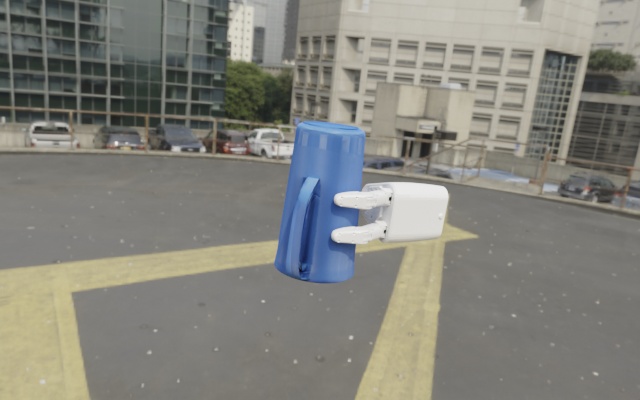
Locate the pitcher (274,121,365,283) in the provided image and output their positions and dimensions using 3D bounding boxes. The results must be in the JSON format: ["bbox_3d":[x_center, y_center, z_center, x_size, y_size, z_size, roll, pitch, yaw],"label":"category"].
[{"bbox_3d":[0.000,0.002,0.754,0.145,0.243,0.149,1,15,-25],"label":"pitcher"}]
